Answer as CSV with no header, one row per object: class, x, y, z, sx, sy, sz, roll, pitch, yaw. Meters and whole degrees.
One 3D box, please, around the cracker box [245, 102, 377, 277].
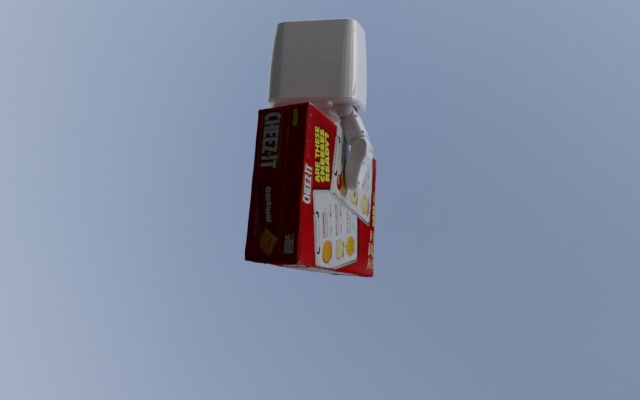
cracker box,0.000,0.002,0.566,0.072,0.164,0.214,-2,-12,26
